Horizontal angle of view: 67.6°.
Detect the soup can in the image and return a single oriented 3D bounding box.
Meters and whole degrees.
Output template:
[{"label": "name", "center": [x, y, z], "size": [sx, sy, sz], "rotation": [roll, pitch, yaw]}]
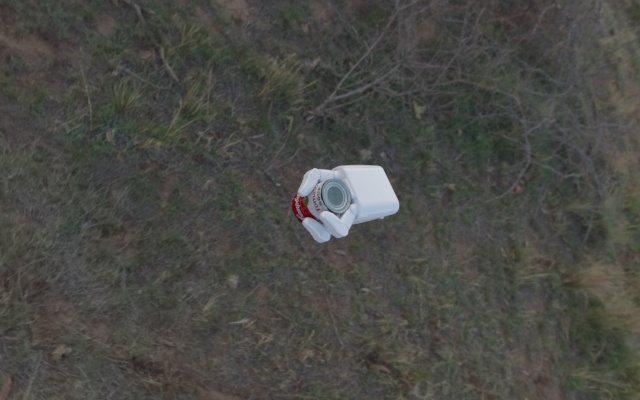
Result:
[{"label": "soup can", "center": [0.000, 0.003, 0.892], "size": [0.068, 0.068, 0.102], "rotation": [0, -13, -36]}]
